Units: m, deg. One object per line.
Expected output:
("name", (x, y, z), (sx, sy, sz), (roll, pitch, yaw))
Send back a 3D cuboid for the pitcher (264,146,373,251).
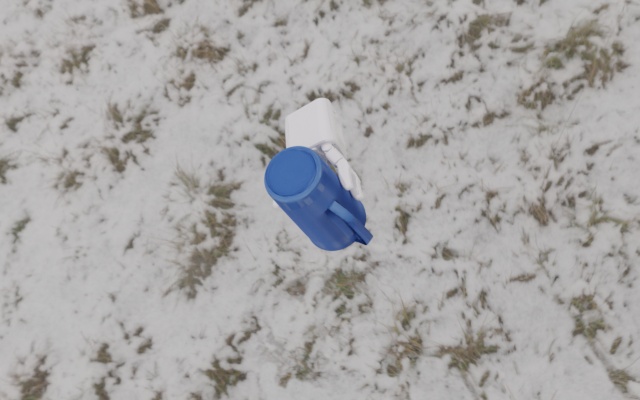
("pitcher", (0.000, 0.003, 0.897), (0.149, 0.145, 0.243), (-13, -27, 16))
